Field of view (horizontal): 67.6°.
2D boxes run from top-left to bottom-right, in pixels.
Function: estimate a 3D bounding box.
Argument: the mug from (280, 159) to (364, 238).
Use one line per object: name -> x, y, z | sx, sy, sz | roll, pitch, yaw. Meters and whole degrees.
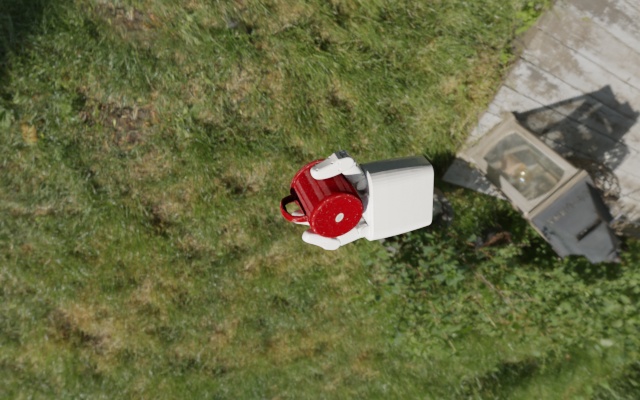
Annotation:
mug -> -0.001, 0.003, 0.688 | 0.117, 0.093, 0.081 | -13, 41, -15
